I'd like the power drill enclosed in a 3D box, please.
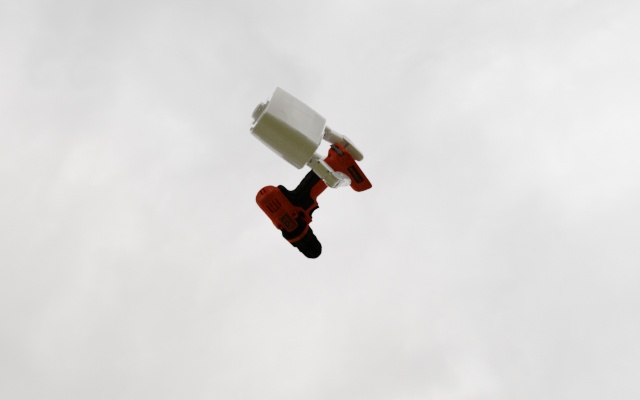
[{"bbox_3d":[0.000,0.002,0.869,0.184,0.187,0.057,52,-3,-36],"label":"power drill"}]
